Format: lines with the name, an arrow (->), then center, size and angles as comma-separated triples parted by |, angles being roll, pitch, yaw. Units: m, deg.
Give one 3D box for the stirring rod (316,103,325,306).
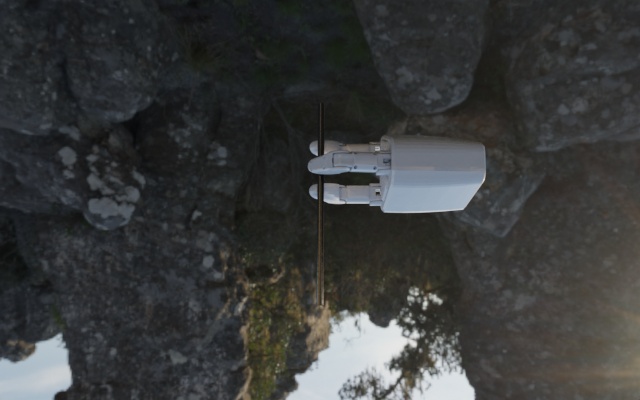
stirring rod -> 0.000, 0.002, 0.566 | 0.011, 0.239, 0.011 | 0, -7, 0
